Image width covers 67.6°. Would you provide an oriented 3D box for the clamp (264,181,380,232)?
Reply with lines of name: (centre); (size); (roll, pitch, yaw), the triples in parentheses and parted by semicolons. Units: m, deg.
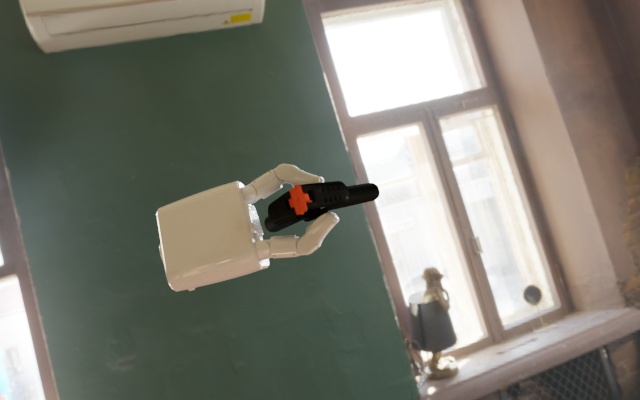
clamp: (0.000, 0.001, 0.574); (0.164, 0.036, 0.210); (-18, -6, -1)
